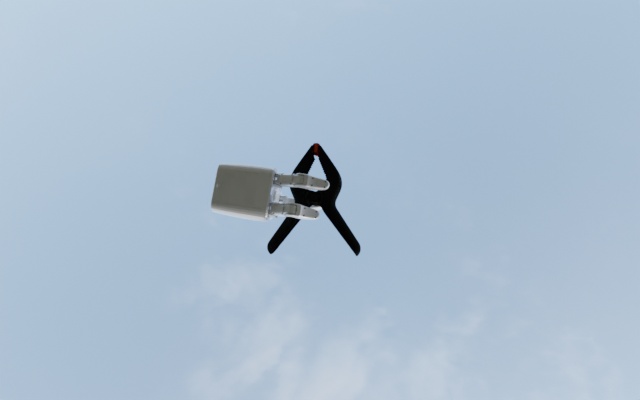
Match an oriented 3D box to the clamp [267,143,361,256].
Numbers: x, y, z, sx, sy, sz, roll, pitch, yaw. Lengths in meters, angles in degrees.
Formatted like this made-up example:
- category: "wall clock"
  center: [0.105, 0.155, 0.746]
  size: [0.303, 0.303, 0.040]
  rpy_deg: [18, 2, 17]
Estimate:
- category: "clamp"
  center: [0.000, 0.002, 0.857]
  size: [0.164, 0.210, 0.036]
  rpy_deg: [8, -10, 4]
